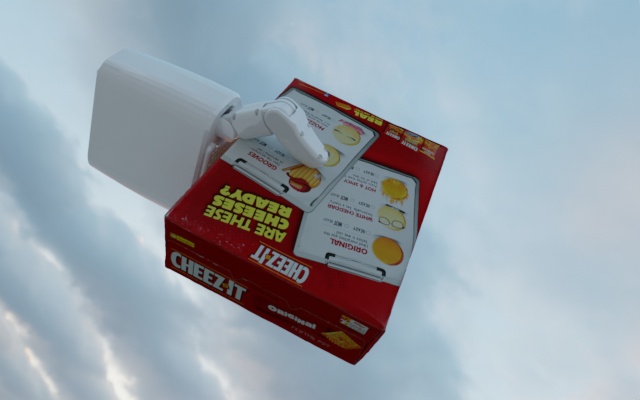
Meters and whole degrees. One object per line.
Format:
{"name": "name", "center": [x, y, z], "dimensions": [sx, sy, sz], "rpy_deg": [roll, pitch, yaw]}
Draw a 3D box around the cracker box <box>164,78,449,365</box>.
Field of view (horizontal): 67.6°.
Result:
{"name": "cracker box", "center": [0.000, 0.001, 0.401], "dimensions": [0.164, 0.072, 0.213], "rpy_deg": [26, 46, 5]}
